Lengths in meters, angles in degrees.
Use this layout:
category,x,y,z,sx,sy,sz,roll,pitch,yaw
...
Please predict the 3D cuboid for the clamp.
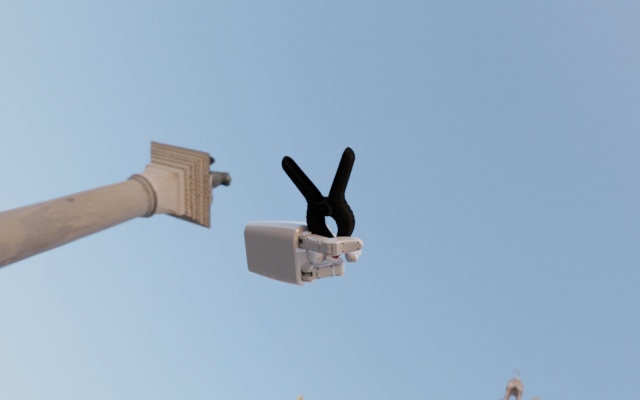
category,x,y,z,sx,sy,sz,roll,pitch,yaw
clamp,0.001,0.002,0.723,0.120,0.171,0.039,7,19,33
